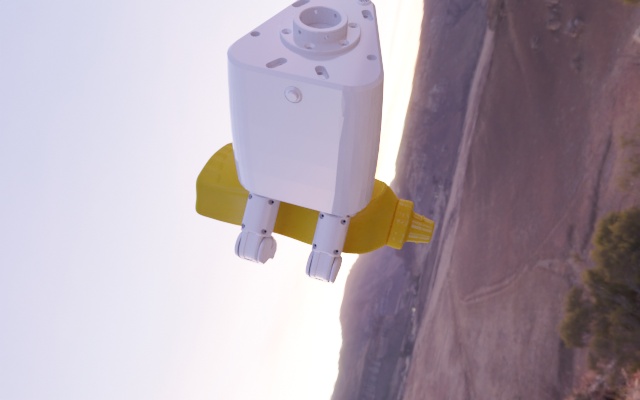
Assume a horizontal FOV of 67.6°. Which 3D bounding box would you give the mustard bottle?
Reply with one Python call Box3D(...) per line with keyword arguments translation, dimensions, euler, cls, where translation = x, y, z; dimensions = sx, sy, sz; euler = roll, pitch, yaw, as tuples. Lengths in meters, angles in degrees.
Box3D(translation=(0.000, 0.002, 0.405), dimensions=(0.191, 0.058, 0.096), euler=(15, 27, 10), cls="mustard bottle")
